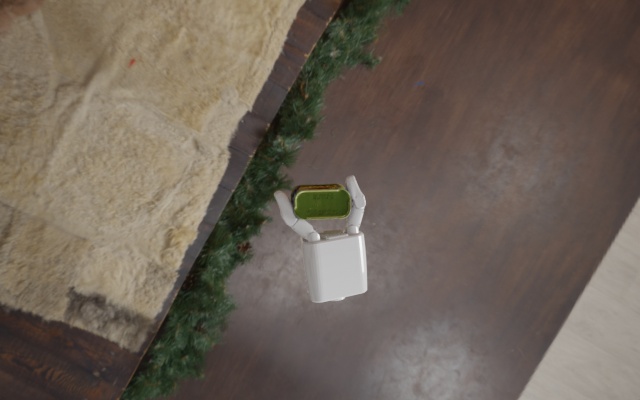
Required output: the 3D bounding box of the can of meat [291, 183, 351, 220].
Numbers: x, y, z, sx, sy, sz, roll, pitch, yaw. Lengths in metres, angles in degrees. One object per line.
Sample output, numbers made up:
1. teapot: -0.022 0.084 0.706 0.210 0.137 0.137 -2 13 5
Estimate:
1. can of meat: 0.000 0.003 0.830 0.102 0.057 0.084 -2 6 -4
